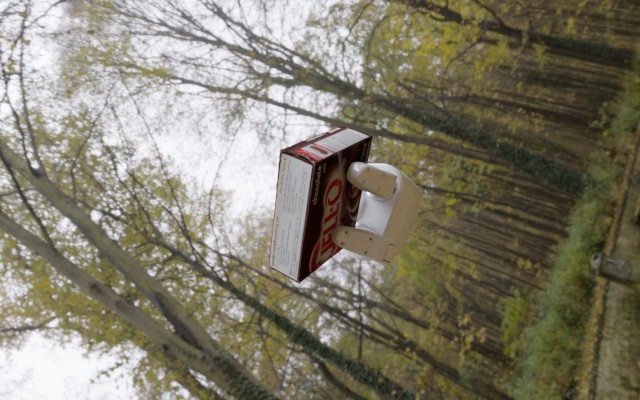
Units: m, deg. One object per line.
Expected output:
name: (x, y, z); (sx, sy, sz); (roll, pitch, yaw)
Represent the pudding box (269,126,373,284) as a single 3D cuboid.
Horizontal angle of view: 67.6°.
pudding box: (0.000, 0.001, 0.408); (0.039, 0.113, 0.090); (21, 30, 26)
